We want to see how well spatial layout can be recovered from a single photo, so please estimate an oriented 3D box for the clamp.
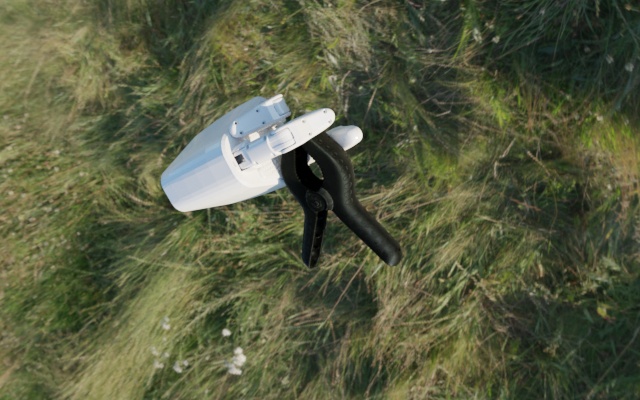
[{"bbox_3d":[0.000,0.002,0.487,0.120,0.171,0.039,-20,13,34],"label":"clamp"}]
